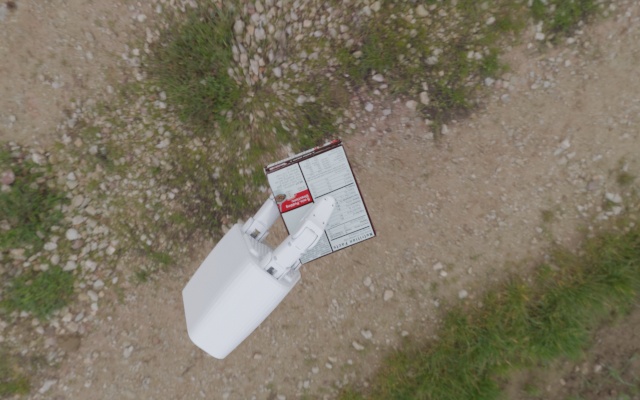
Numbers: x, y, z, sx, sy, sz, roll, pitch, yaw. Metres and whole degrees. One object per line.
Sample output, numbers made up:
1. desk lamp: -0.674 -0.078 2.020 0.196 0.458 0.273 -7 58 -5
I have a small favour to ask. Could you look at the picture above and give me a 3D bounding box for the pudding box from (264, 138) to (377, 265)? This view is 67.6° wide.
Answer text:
1. pudding box: 0.000 0.002 0.514 0.090 0.113 0.039 -21 16 -1
